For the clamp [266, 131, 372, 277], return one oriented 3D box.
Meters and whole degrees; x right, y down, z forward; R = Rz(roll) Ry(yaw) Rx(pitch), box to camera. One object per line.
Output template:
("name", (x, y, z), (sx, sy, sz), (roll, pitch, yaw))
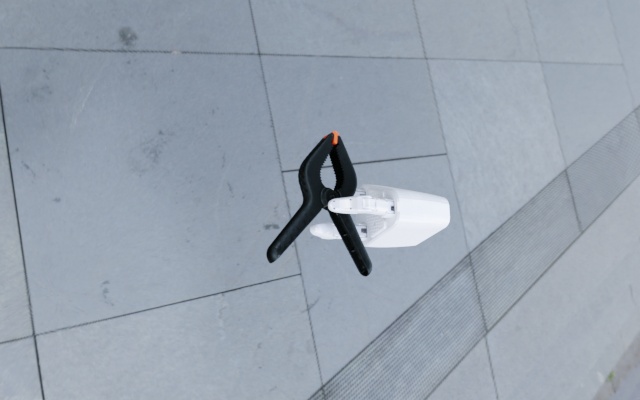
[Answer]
("clamp", (0.001, 0.002, 0.677), (0.164, 0.210, 0.036), (5, -12, -31))
